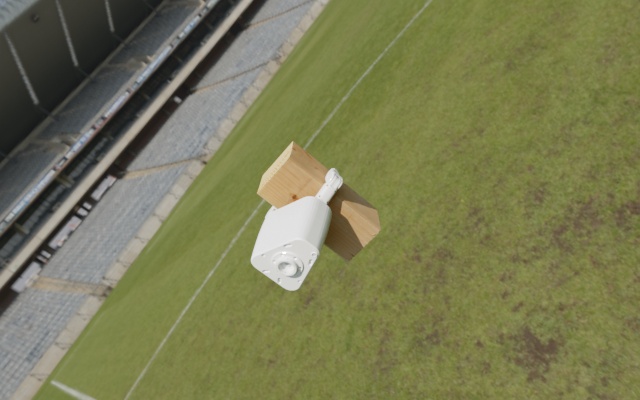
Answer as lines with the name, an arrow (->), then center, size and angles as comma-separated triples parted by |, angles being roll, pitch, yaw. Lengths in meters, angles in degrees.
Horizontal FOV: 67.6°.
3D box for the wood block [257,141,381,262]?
wood block -> 0.000, 0.003, 0.854 | 0.206, 0.091, 0.090 | 38, 20, -15
